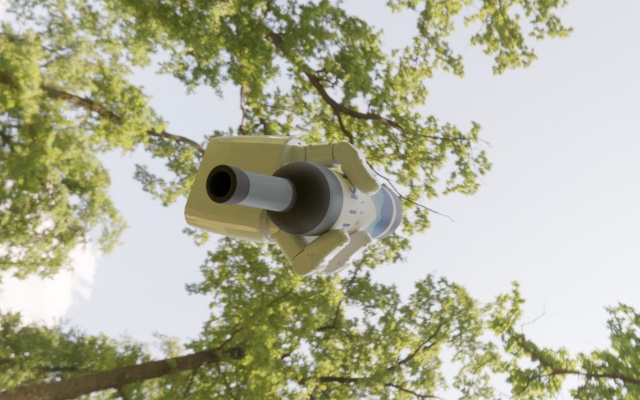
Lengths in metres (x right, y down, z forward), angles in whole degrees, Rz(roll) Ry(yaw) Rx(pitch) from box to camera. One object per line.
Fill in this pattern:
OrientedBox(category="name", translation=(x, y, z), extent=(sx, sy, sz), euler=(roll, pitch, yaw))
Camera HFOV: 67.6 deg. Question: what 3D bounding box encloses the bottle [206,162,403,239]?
OrientedBox(category="bottle", translation=(0.000, 0.002, 0.459), extent=(0.069, 0.069, 0.296), euler=(0, -5, 28))
